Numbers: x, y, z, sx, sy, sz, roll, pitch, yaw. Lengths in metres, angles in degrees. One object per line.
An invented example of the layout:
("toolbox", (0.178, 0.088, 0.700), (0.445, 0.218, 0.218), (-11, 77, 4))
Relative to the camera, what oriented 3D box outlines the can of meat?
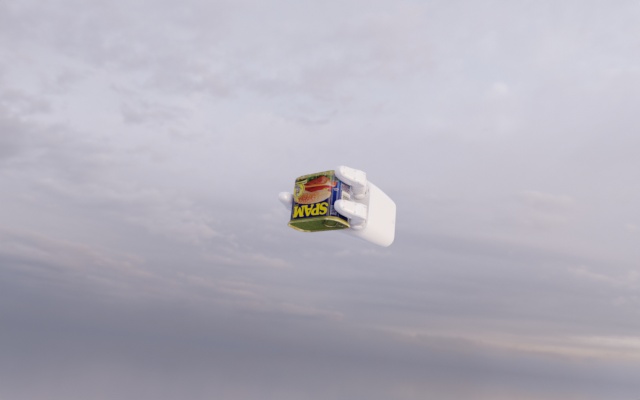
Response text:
("can of meat", (0.000, 0.002, 0.781), (0.102, 0.084, 0.057), (-8, -23, 36))
